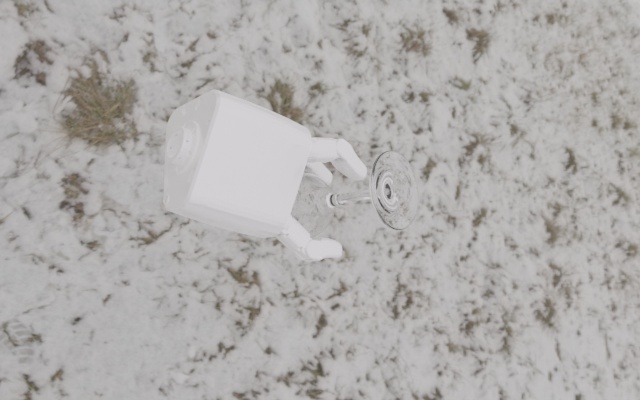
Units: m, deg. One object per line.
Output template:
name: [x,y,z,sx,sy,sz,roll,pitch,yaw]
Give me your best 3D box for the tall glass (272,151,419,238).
tall glass: [0.001,0.002,0.511,0.079,0.079,0.201,0,-7,-45]
